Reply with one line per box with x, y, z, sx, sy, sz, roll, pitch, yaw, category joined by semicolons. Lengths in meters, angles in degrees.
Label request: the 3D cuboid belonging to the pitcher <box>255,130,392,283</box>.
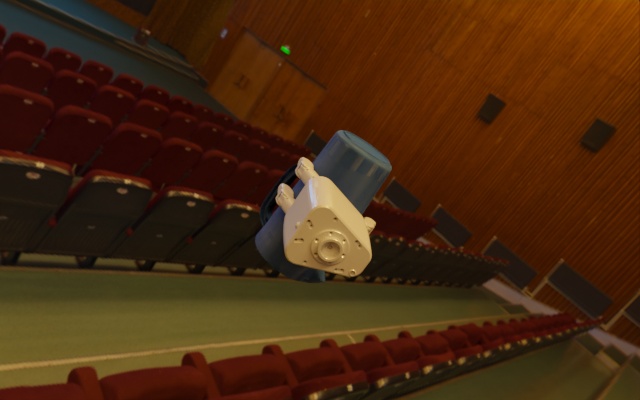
0.000;0.003;0.798;0.149;0.243;0.145;32;17;-11;pitcher
